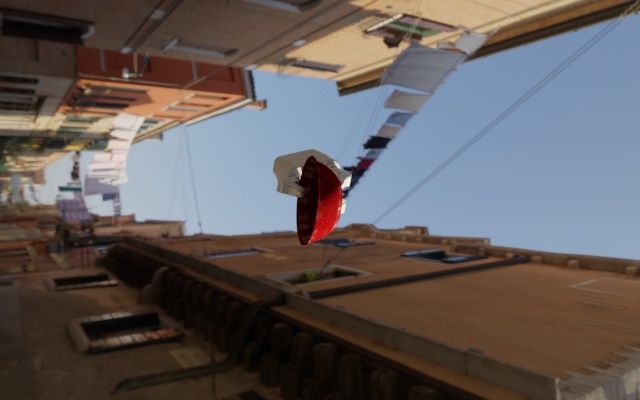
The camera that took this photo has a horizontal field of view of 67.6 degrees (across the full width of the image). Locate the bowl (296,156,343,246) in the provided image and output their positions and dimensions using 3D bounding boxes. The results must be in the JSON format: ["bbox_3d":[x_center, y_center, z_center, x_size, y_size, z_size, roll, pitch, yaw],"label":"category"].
[{"bbox_3d":[0.001,0.004,0.855,0.055,0.162,0.162,5,-1,-15],"label":"bowl"}]
